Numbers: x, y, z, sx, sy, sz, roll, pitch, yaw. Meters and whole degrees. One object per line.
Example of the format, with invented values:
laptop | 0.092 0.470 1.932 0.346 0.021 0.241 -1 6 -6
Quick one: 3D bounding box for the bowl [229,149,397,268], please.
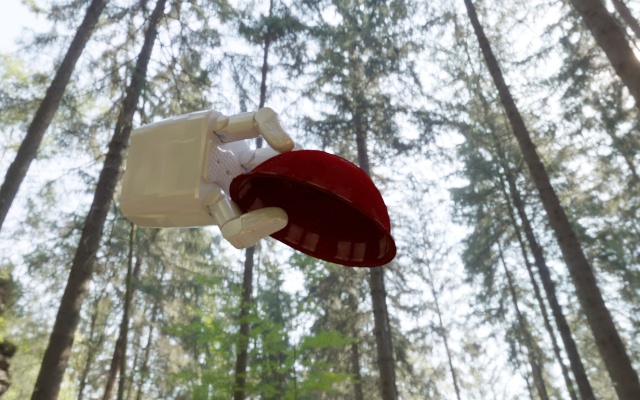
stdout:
bowl | 0.001 0.001 0.443 0.162 0.055 0.162 20 -25 10
